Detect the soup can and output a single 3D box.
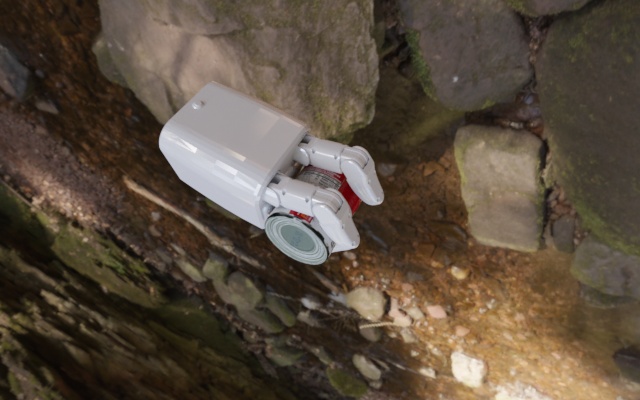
[{"bbox_3d":[0.000,0.002,0.457,0.068,0.068,0.102,0,44,39],"label":"soup can"}]
